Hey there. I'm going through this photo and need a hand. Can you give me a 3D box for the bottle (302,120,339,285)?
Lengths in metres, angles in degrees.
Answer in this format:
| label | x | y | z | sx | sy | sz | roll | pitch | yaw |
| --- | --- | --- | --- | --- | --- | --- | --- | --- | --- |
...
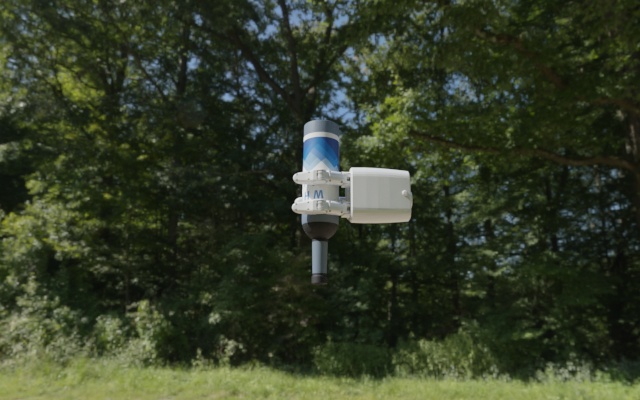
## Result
| label | x | y | z | sx | sy | sz | roll | pitch | yaw |
| --- | --- | --- | --- | --- | --- | --- | --- | --- | --- |
| bottle | 0.000 | 0.003 | 0.868 | 0.069 | 0.295 | 0.069 | 1 | -15 | 0 |
